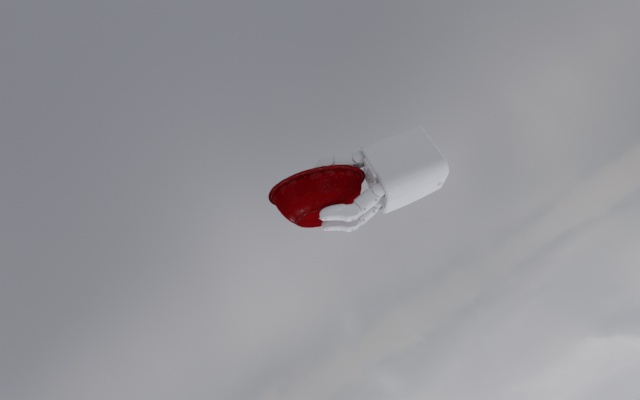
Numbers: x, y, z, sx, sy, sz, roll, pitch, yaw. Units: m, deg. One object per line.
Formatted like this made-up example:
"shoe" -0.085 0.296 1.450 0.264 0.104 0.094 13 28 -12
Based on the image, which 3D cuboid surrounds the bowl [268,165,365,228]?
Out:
"bowl" -0.001 0.003 0.767 0.162 0.055 0.162 -12 -19 -4
